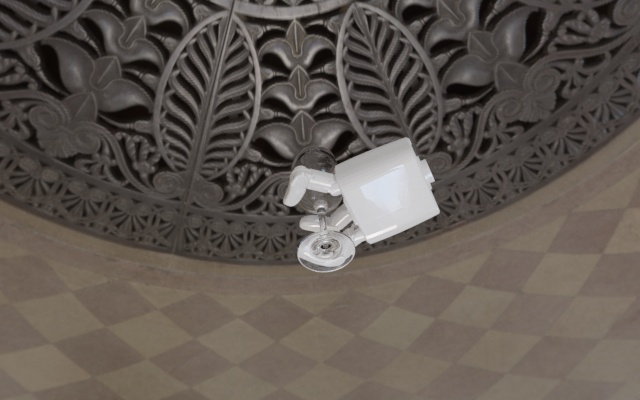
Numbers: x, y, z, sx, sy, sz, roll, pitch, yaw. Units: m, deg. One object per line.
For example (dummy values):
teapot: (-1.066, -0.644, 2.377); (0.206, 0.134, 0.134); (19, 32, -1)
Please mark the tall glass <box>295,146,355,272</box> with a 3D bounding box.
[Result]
tall glass: (0.000, 0.003, 0.678); (0.079, 0.079, 0.200); (0, 39, -6)
